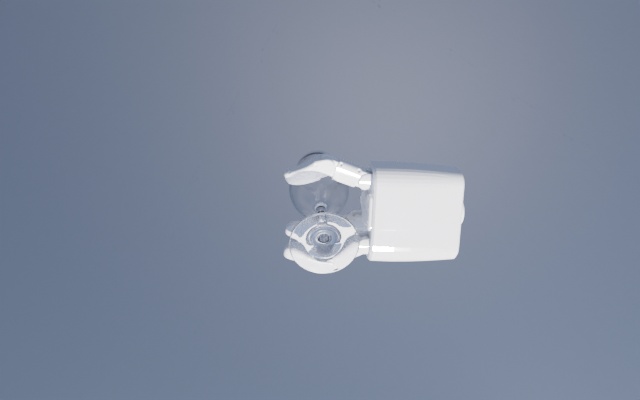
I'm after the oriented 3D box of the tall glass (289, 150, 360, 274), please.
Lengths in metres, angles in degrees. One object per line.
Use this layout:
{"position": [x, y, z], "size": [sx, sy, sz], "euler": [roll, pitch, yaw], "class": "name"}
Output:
{"position": [0.000, 0.002, 0.585], "size": [0.079, 0.079, 0.201], "euler": [0, 26, -3], "class": "tall glass"}
